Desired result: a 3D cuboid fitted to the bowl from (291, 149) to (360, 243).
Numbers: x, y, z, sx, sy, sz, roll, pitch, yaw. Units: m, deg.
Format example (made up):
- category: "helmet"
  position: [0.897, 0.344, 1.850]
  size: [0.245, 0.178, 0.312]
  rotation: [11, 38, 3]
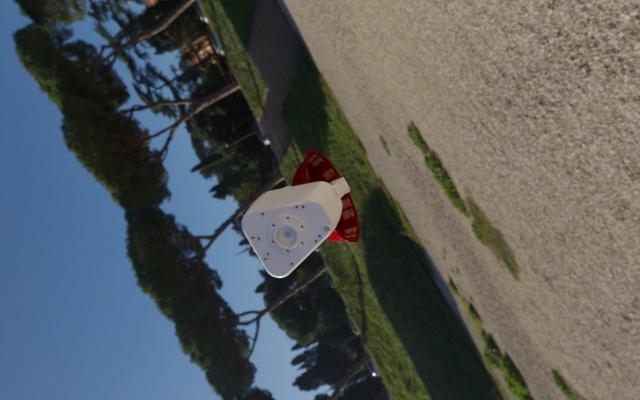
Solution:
- category: "bowl"
  position: [0.000, 0.003, 0.757]
  size: [0.055, 0.162, 0.162]
  rotation: [-26, -10, 20]
